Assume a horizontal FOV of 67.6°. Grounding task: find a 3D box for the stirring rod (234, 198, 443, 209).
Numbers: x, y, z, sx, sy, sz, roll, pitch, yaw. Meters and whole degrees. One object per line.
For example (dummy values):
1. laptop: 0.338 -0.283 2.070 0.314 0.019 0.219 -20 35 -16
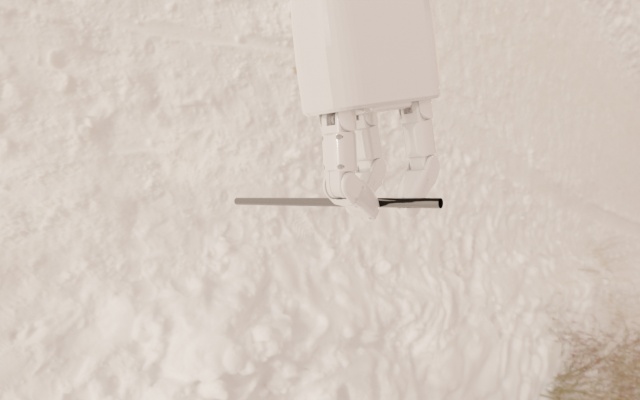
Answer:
1. stirring rod: 0.000 0.001 0.438 0.239 0.011 0.011 0 0 41
